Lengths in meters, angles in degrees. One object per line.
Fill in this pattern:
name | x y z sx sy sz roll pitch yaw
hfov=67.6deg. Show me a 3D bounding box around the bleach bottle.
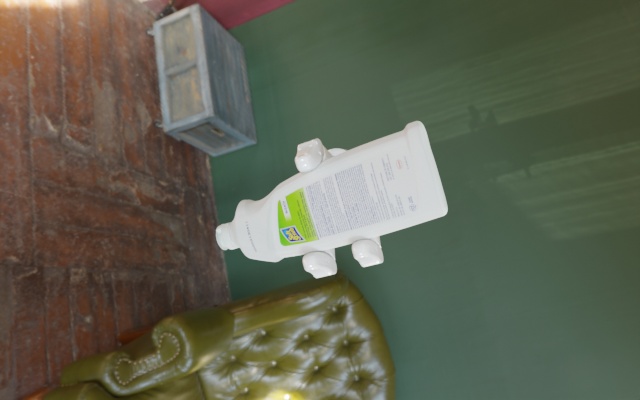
bleach bottle | 0.000 0.002 0.513 0.251 0.102 0.068 -16 -2 17
